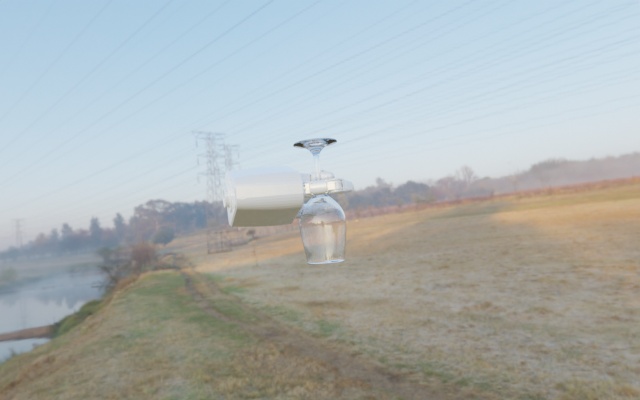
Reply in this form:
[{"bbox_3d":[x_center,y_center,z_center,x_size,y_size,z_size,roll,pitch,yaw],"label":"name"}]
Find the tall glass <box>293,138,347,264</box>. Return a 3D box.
[{"bbox_3d":[0.000,0.002,0.790,0.079,0.201,0.079,-6,-4,0],"label":"tall glass"}]
